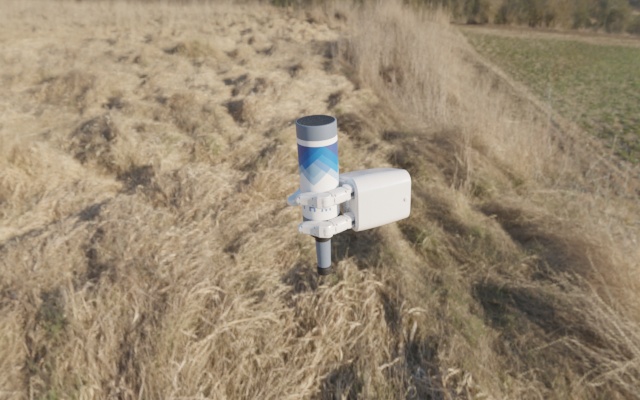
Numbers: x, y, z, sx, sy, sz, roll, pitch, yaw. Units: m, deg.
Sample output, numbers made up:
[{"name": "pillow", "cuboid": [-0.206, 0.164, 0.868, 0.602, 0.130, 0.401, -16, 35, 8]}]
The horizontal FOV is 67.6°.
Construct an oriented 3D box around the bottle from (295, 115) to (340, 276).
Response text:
[{"name": "bottle", "cuboid": [0.000, 0.003, 0.833, 0.069, 0.296, 0.069, -3, 26, 1]}]
